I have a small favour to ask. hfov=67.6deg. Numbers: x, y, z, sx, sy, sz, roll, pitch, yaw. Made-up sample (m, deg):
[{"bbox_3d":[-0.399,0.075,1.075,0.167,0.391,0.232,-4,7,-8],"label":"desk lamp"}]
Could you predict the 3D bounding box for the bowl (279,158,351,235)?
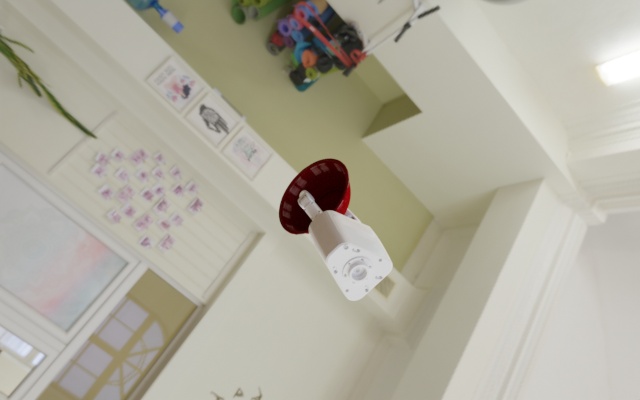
[{"bbox_3d":[0.000,0.002,0.887,0.162,0.162,0.055,0,-30,44],"label":"bowl"}]
